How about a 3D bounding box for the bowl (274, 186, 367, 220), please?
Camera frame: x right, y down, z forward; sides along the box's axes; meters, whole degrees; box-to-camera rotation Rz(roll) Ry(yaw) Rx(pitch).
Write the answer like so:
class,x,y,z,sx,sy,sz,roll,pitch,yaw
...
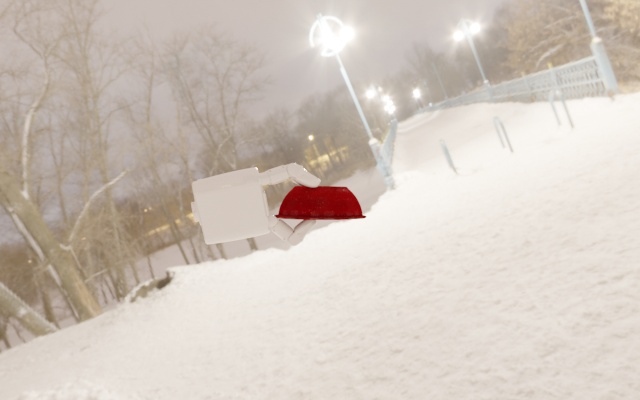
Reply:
class,x,y,z,sx,sy,sz,roll,pitch,yaw
bowl,0.001,0.002,0.830,0.162,0.055,0.162,1,1,0
